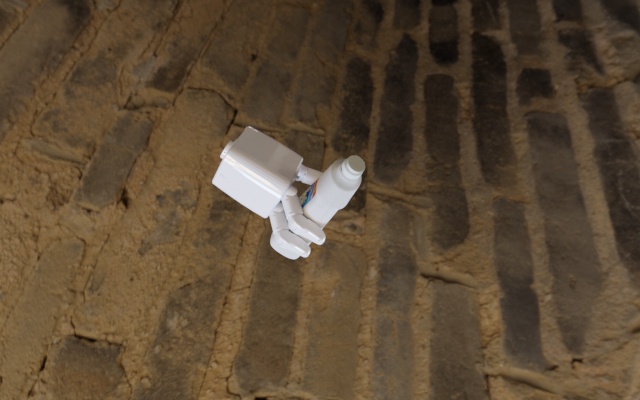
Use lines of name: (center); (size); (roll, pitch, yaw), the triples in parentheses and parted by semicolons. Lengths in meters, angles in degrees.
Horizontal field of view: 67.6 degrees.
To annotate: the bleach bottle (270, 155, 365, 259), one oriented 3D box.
bleach bottle: (0.000, 0.003, 0.763); (0.068, 0.102, 0.251); (32, -39, -8)
